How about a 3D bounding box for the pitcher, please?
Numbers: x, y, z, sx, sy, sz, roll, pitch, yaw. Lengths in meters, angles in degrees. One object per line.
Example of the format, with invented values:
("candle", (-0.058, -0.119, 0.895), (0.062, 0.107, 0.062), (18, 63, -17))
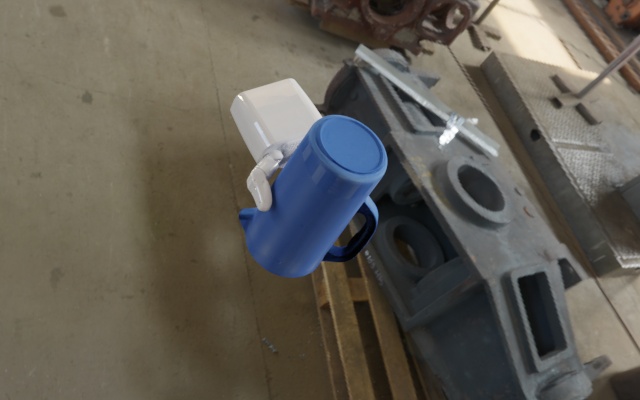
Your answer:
("pitcher", (0.000, 0.002, 0.671), (0.149, 0.145, 0.243), (-16, -25, -36))
